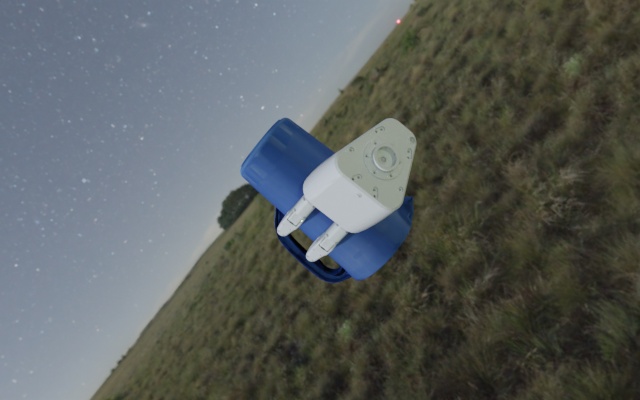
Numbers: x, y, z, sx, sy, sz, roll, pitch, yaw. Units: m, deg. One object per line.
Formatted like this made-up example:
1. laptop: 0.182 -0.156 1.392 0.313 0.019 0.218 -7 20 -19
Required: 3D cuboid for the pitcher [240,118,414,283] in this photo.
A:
1. pitcher: 0.000 0.002 0.700 0.243 0.149 0.145 39 -24 -6
